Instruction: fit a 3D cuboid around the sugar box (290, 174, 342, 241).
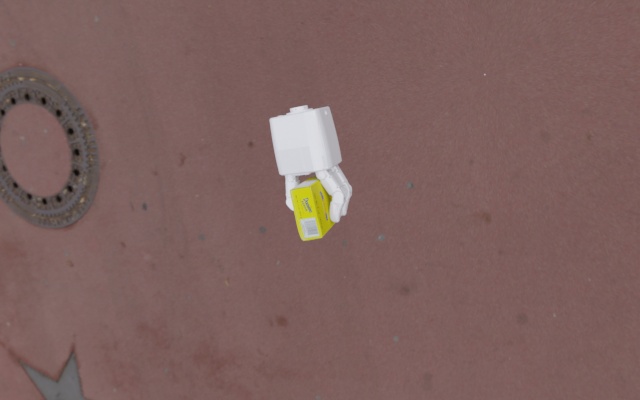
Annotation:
[{"bbox_3d":[0.001,0.003,0.882,0.048,0.093,0.176,-8,12,21],"label":"sugar box"}]
